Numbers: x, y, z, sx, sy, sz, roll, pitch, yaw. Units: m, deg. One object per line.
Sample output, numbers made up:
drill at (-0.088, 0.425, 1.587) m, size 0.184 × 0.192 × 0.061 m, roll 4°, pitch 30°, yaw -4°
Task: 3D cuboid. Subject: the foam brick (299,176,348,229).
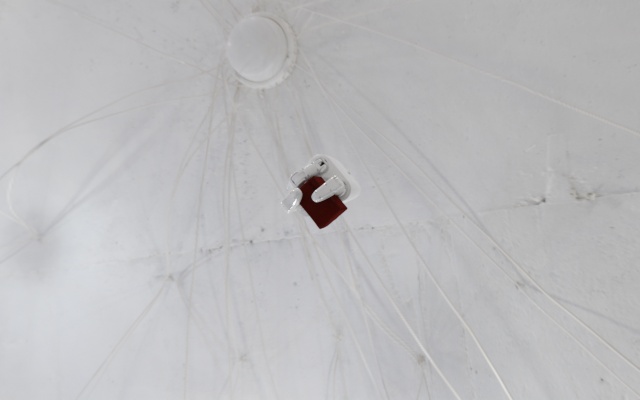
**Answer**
foam brick at (0.000, 0.003, 0.826) m, size 0.053 × 0.078 × 0.051 m, roll -41°, pitch -11°, yaw 13°
